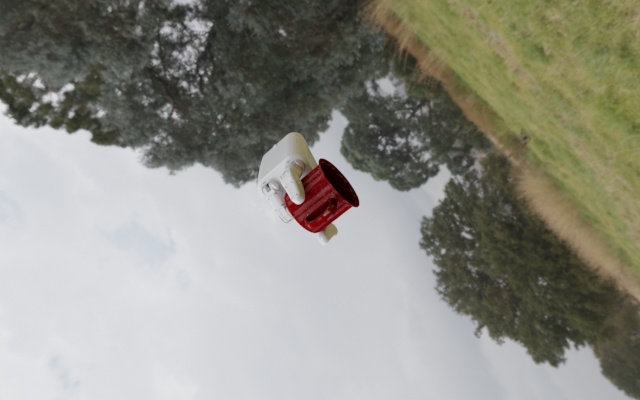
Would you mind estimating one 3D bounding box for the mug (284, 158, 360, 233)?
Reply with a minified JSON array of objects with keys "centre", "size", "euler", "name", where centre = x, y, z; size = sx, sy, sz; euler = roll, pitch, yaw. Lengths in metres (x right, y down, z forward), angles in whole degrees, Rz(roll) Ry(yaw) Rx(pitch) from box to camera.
[{"centre":[0.000,0.003,0.719],"size":[0.081,0.093,0.117],"euler":[-39,25,18],"name":"mug"}]
